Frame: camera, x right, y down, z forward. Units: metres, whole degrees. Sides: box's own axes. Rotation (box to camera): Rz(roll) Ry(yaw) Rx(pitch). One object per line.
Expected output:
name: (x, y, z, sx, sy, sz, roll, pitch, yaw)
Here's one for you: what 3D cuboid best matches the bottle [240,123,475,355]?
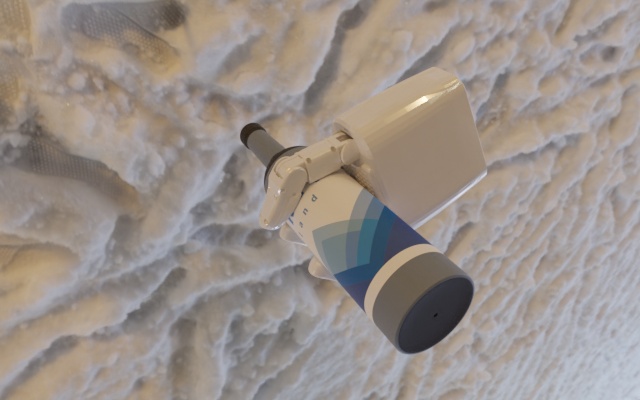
bottle: (0.000, 0.001, 0.409, 0.069, 0.069, 0.295, 0, 30, -36)
